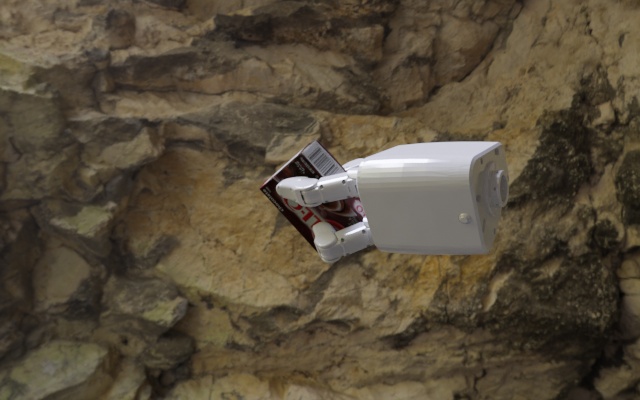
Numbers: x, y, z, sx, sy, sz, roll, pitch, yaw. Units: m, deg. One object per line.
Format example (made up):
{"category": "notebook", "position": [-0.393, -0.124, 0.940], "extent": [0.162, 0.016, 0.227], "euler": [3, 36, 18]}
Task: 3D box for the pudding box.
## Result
{"category": "pudding box", "position": [0.000, 0.002, 0.521], "extent": [0.090, 0.113, 0.039], "euler": [-35, 8, 46]}
